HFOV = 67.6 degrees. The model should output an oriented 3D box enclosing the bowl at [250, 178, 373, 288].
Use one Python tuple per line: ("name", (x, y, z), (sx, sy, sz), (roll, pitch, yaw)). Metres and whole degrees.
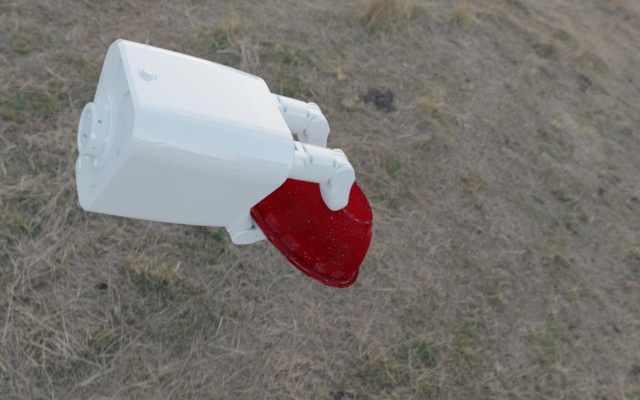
("bowl", (0.001, 0.001, 0.460), (0.055, 0.162, 0.162), (-41, -17, 21))
